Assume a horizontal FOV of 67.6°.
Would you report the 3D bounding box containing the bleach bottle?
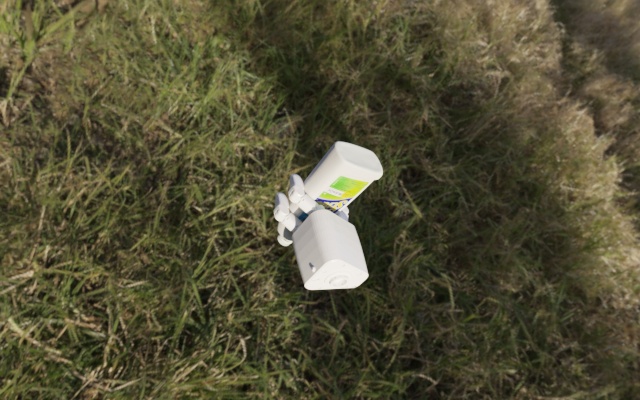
[{"bbox_3d":[0.000,0.003,0.890,0.102,0.068,0.251,13,-47,-34],"label":"bleach bottle"}]
